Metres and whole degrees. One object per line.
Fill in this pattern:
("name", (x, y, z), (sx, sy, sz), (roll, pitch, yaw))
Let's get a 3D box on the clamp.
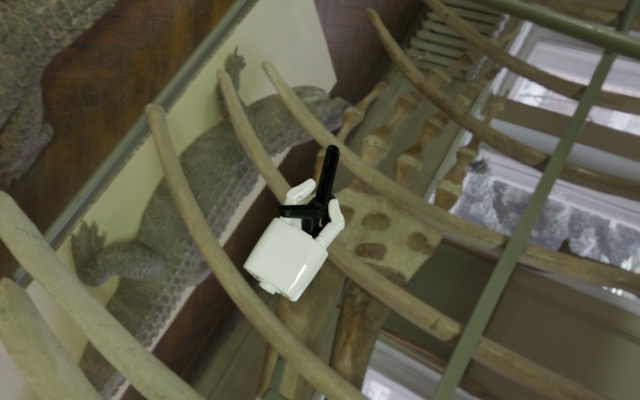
("clamp", (0.001, 0.004, 0.898), (0.036, 0.164, 0.210), (29, -17, 26))
